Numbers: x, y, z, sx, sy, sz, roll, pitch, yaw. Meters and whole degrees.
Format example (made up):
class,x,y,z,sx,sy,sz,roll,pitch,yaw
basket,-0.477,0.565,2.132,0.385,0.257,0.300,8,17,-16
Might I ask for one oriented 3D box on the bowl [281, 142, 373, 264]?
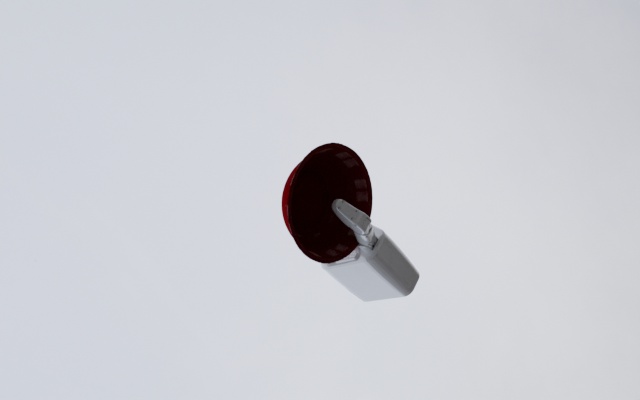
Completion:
class,x,y,z,sx,sy,sz,roll,pitch,yaw
bowl,-0.001,0.001,0.654,0.162,0.162,0.055,0,5,-44
